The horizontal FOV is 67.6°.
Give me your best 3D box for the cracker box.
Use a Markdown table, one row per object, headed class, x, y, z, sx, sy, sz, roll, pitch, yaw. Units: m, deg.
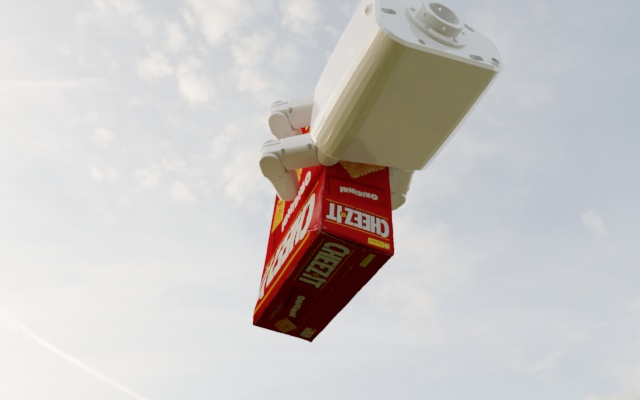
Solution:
| class | x | y | z | sx | sy | sz | roll | pitch | yaw |
| --- | --- | --- | --- | --- | --- | --- | --- | --- | --- |
| cracker box | 0.000 | 0.001 | 0.469 | 0.072 | 0.213 | 0.164 | 19 | -45 | -14 |
